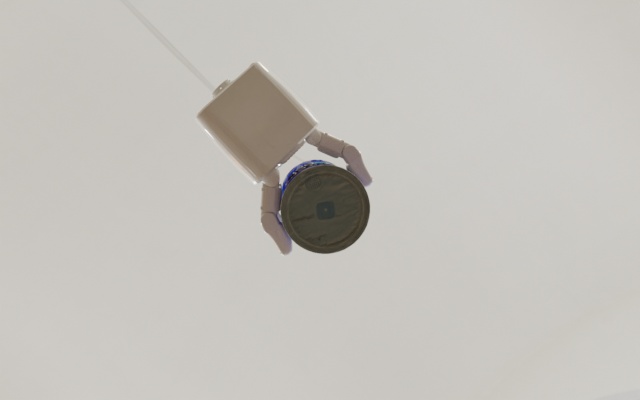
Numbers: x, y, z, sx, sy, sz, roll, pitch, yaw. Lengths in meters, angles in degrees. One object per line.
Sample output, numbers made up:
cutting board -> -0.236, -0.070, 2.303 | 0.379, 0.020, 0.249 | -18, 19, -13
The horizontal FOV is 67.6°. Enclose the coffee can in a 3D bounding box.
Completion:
coffee can -> 0.000, 0.002, 0.608 | 0.103, 0.103, 0.140 | 0, 7, -5
